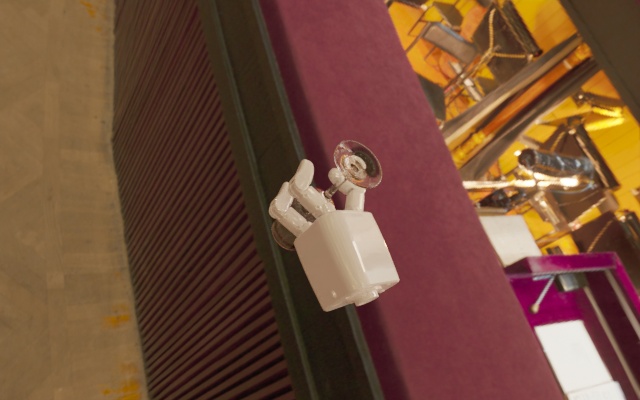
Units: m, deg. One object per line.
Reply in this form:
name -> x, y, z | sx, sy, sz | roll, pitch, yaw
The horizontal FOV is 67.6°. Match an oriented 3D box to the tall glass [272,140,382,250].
tall glass -> 0.000, 0.002, 0.687 | 0.079, 0.079, 0.201 | 0, -29, -35
